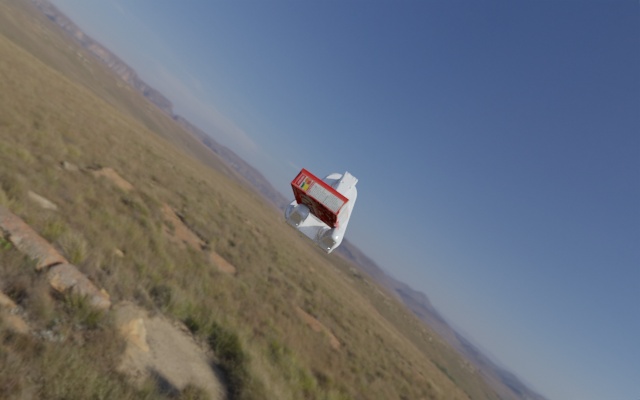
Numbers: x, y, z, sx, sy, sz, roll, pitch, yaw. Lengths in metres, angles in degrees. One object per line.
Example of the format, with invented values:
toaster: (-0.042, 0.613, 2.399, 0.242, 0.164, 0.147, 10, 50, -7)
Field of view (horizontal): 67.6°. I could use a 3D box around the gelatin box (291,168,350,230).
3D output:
gelatin box: (0.000, 0.002, 0.629, 0.073, 0.030, 0.089, 36, -13, 11)
